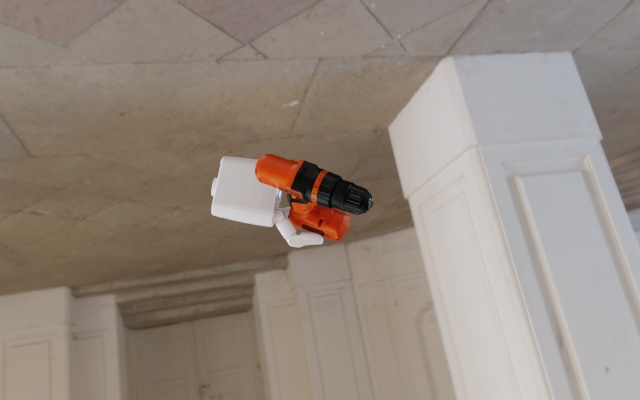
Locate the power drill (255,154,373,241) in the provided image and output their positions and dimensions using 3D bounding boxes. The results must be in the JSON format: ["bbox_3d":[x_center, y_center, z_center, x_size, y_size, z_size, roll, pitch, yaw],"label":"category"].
[{"bbox_3d":[0.000,0.003,0.756,0.184,0.057,0.188,22,-19,18],"label":"power drill"}]
